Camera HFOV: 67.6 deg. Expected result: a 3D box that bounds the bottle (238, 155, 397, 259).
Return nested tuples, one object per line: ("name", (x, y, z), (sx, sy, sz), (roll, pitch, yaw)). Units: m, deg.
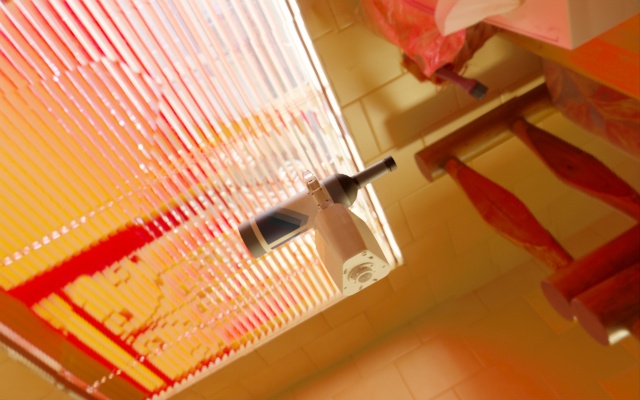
("bottle", (0.000, 0.003, 0.838), (0.296, 0.069, 0.069), (-29, 0, -1))
